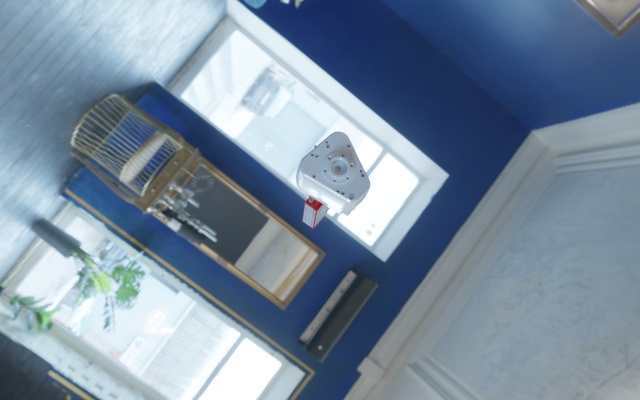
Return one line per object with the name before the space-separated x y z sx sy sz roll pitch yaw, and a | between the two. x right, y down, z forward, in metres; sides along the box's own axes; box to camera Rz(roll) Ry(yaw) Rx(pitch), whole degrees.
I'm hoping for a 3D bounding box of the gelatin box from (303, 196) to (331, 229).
gelatin box | 0.000 0.003 0.884 0.030 0.073 0.089 35 -23 12
